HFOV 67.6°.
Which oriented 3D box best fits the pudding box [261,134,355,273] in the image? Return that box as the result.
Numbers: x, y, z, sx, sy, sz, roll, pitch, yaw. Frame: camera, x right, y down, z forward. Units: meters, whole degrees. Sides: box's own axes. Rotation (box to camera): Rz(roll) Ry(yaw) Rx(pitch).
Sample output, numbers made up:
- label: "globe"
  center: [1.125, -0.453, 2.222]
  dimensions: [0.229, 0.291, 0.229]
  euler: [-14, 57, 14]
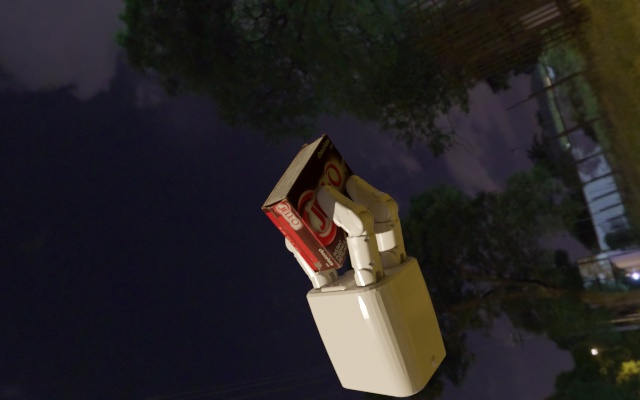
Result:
- label: "pudding box"
  center: [0.000, 0.002, 0.479]
  dimensions: [0.039, 0.090, 0.113]
  euler: [-20, 28, 34]
